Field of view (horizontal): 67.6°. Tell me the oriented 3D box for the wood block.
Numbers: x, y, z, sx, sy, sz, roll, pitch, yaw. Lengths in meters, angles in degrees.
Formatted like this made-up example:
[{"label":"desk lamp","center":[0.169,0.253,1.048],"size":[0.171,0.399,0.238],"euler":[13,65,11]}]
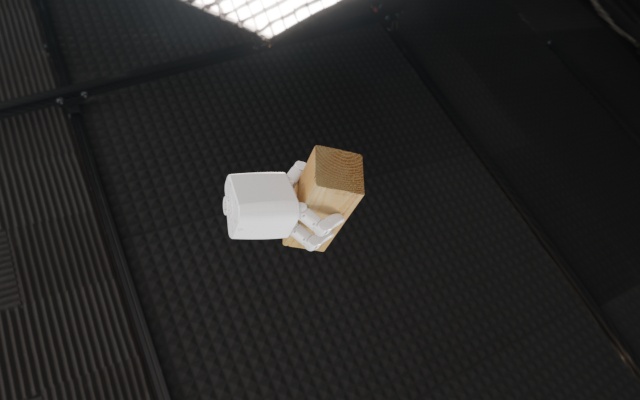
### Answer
[{"label":"wood block","center":[0.000,0.003,0.886],"size":[0.090,0.090,0.206],"euler":[10,-36,-16]}]
